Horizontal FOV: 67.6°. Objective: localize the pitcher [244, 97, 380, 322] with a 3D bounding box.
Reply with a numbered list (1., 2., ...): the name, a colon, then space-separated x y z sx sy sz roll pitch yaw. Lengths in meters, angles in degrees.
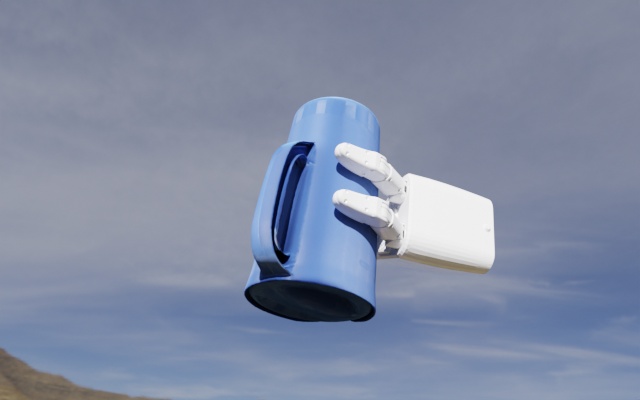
1. pitcher: 0.000 0.002 0.525 0.145 0.242 0.149 15 -30 -11
